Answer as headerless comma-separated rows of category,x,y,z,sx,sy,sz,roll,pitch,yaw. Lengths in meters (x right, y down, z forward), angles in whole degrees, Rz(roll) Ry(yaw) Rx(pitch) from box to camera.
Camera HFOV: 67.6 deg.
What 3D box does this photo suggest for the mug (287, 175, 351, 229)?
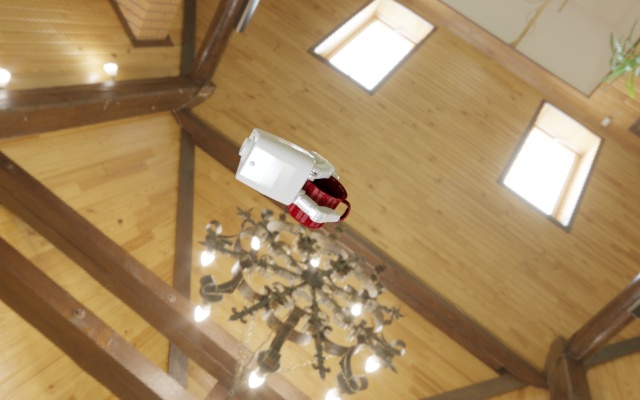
mug,0.001,0.004,0.891,0.117,0.081,0.093,27,25,-18
